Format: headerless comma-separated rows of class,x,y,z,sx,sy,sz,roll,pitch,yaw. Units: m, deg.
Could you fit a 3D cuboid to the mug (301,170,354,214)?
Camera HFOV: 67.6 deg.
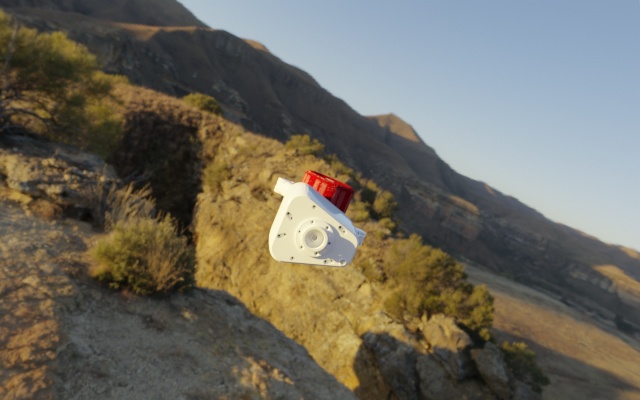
mug,0.000,0.002,0.755,0.093,0.081,0.117,23,7,-6
